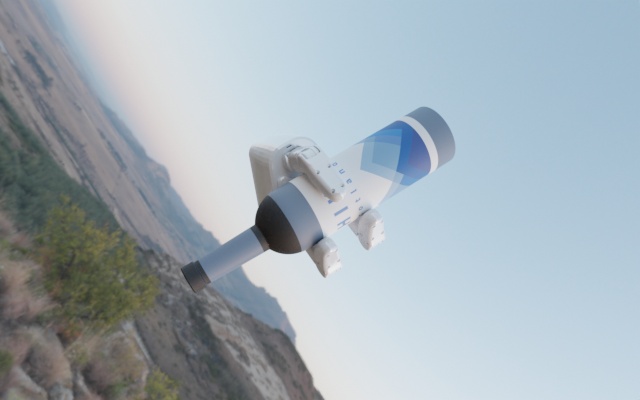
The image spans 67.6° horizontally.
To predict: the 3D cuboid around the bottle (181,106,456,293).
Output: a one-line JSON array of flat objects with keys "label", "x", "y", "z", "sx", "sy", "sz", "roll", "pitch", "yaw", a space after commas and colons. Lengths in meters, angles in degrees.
[{"label": "bottle", "x": 0.000, "y": 0.001, "z": 0.477, "sx": 0.295, "sy": 0.069, "sz": 0.069, "roll": -31, "pitch": 8, "yaw": -14}]
